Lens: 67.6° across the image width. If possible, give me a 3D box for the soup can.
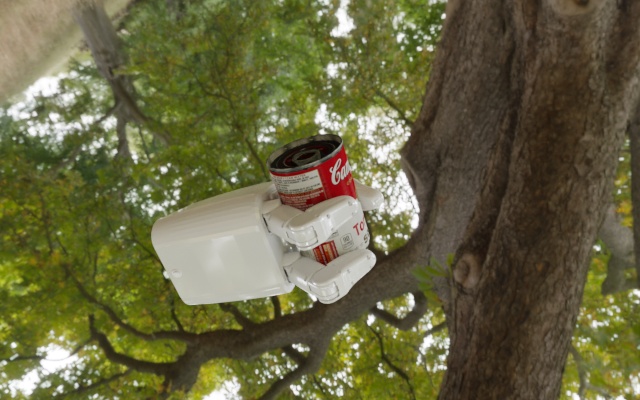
[{"bbox_3d":[0.001,0.001,0.423,0.068,0.102,0.068,-15,26,7],"label":"soup can"}]
